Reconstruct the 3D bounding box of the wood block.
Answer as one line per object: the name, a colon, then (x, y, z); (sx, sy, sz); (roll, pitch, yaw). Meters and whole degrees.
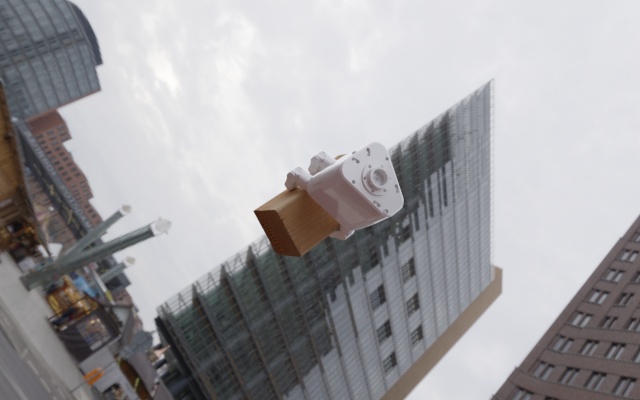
wood block: (0.001, 0.003, 0.835); (0.206, 0.091, 0.090); (-34, 16, -29)
